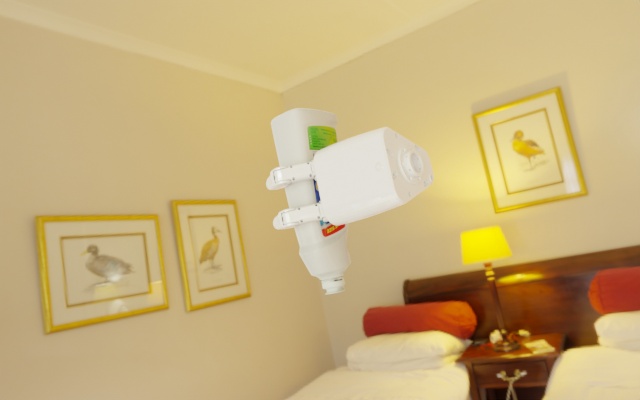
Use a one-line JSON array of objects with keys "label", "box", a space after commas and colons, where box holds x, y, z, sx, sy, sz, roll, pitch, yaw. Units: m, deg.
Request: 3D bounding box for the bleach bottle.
[{"label": "bleach bottle", "box": [0.000, 0.002, 0.667, 0.068, 0.251, 0.102, -18, -9, 38]}]
